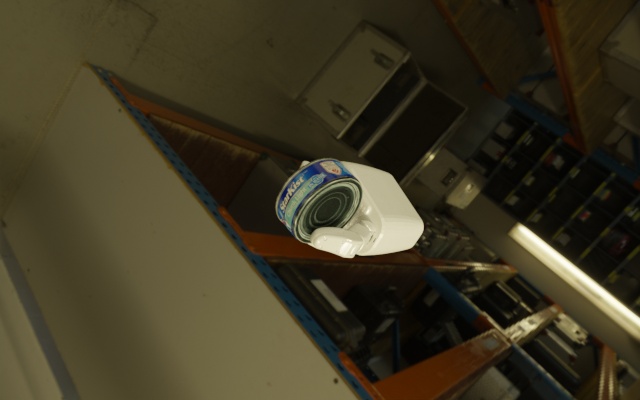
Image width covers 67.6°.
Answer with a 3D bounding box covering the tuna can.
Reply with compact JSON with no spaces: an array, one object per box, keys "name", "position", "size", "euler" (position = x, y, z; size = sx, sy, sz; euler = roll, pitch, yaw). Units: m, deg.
[{"name":"tuna can","position":[0.000,0.002,0.477],"size":[0.086,0.086,0.033],"euler":[0,38,-45]}]
